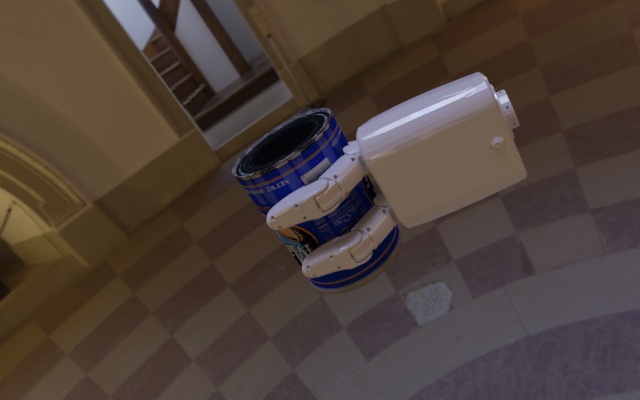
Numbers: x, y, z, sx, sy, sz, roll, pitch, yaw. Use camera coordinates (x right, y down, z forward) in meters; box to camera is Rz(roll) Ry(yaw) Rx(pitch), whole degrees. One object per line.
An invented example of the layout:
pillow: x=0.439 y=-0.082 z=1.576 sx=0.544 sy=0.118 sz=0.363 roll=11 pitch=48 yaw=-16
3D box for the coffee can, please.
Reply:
coffee can: x=0.000 y=0.002 z=0.445 sx=0.103 sy=0.140 sz=0.102 roll=-27 pitch=25 yaw=14
